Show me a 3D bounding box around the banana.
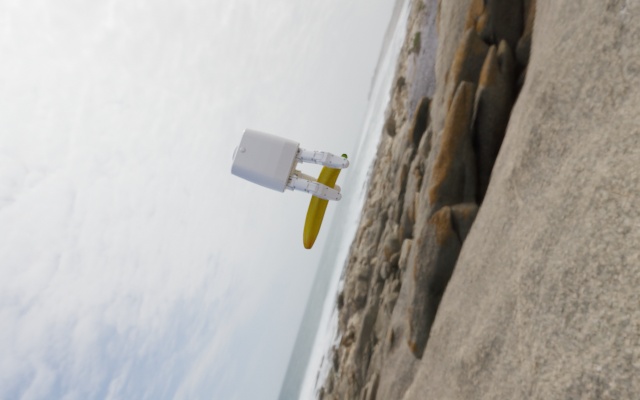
[{"bbox_3d":[0.002,-0.005,0.912,0.037,0.198,0.069,19,14,-4],"label":"banana"}]
